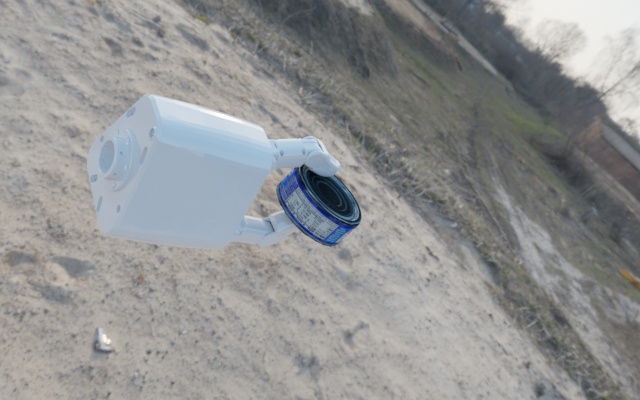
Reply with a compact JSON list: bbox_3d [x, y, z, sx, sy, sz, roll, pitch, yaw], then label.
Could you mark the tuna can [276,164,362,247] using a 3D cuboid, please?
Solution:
[{"bbox_3d":[0.000,0.001,0.471,0.034,0.086,0.086,-44,-21,23],"label":"tuna can"}]
